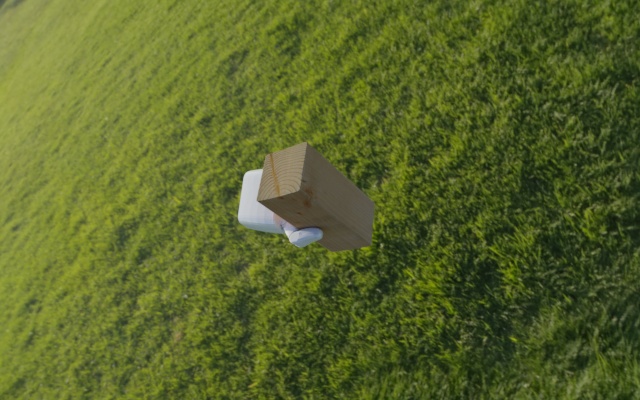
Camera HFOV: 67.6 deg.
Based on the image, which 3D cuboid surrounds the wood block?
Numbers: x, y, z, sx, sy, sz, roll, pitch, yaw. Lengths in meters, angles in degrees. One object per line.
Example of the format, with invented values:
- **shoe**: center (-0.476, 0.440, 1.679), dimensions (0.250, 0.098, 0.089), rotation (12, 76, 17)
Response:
- **wood block**: center (0.000, 0.003, 0.805), dimensions (0.090, 0.090, 0.206), rotation (-13, -35, 34)
